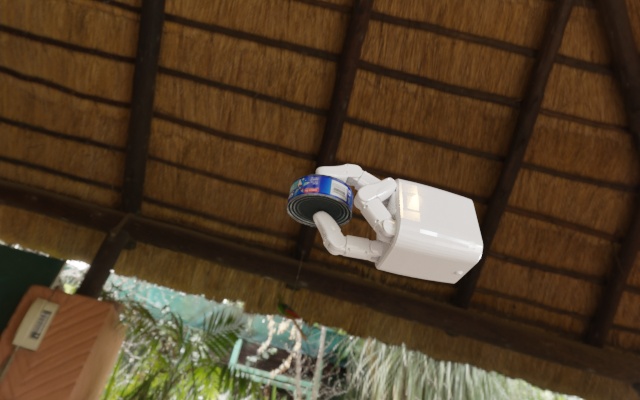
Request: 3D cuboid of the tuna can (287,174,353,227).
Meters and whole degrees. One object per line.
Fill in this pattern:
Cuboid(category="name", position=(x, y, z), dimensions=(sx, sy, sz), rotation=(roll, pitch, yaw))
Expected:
Cuboid(category="tuna can", position=(0.000, 0.002, 0.629), dimensions=(0.086, 0.033, 0.086), rotation=(6, -31, 3))
